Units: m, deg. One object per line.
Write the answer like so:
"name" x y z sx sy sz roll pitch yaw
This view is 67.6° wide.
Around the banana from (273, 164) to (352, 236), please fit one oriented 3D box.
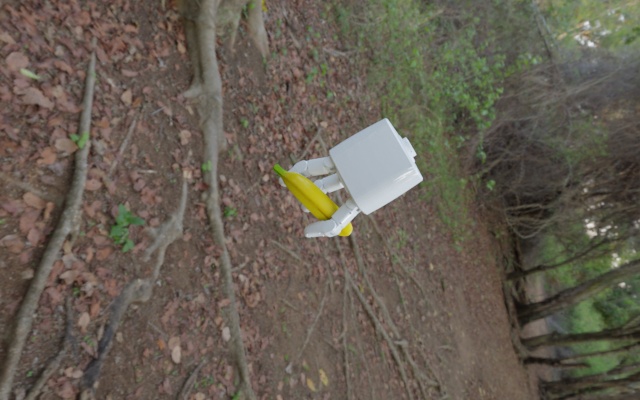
"banana" 0.004 0.009 0.779 0.198 0.037 0.069 45 7 -33
